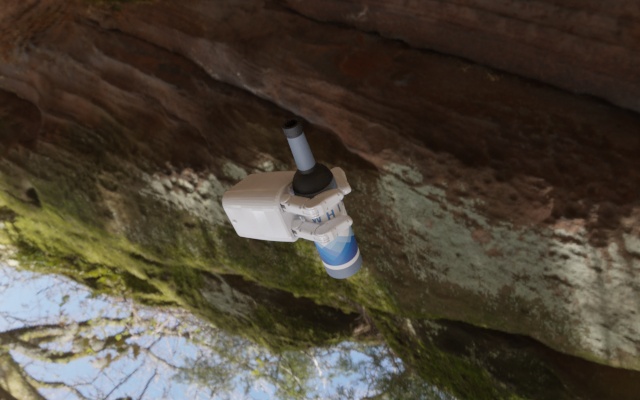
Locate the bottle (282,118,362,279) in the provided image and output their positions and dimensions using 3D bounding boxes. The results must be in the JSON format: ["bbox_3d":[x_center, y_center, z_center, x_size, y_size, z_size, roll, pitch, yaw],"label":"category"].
[{"bbox_3d":[0.000,0.003,0.753,0.069,0.296,0.069,-13,38,10],"label":"bottle"}]
